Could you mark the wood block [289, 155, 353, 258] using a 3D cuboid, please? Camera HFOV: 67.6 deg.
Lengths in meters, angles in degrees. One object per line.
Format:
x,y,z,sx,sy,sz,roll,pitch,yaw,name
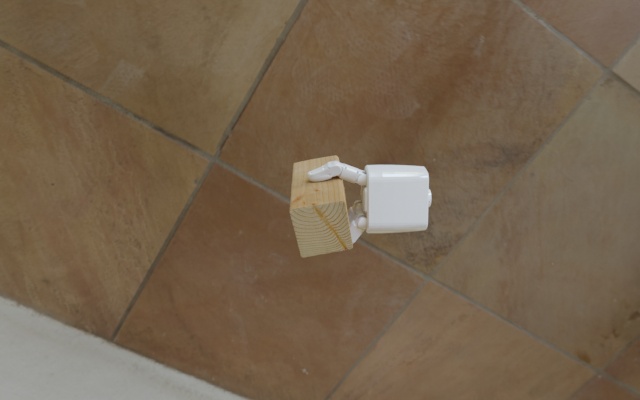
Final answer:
0.000,0.002,0.850,0.090,0.091,0.206,-10,25,3,wood block
